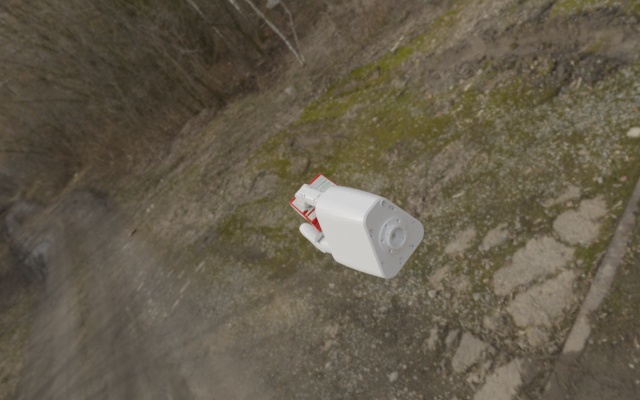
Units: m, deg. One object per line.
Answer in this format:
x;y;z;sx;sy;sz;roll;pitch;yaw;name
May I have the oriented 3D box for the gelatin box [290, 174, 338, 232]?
0.000;0.002;0.768;0.030;0.073;0.089;49;-6;-34;gelatin box
